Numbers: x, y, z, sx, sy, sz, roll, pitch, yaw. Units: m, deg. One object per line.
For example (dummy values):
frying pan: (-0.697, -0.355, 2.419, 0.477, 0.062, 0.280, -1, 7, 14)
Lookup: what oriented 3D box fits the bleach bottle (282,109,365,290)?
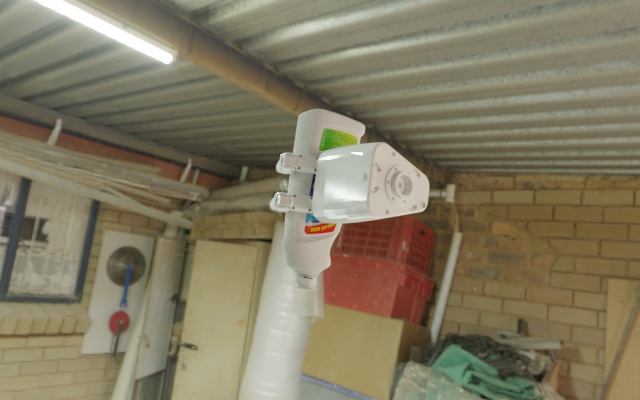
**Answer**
bleach bottle: (0.000, 0.002, 0.692, 0.102, 0.251, 0.068, 13, -10, -35)
